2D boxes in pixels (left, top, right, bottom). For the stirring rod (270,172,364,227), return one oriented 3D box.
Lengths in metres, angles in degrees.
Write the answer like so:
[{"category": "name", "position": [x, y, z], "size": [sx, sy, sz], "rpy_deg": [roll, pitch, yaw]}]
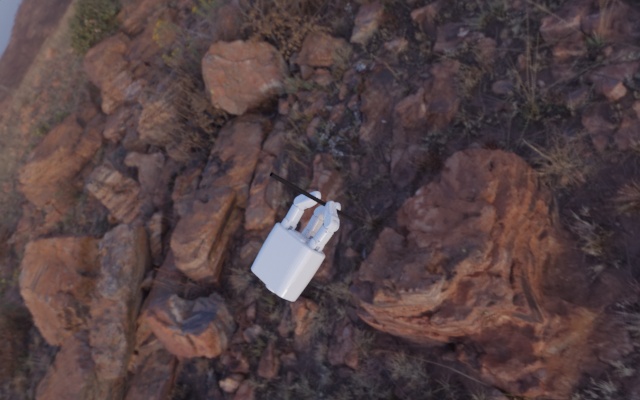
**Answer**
[{"category": "stirring rod", "position": [0.000, 0.003, 0.886], "size": [0.239, 0.011, 0.011], "rpy_deg": [29, -19, -37]}]
